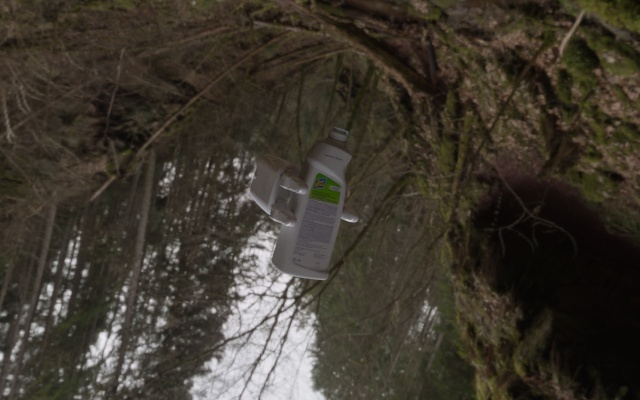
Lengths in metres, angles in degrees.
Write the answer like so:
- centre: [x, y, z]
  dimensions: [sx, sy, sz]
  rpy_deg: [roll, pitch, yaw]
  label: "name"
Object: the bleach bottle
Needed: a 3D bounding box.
- centre: [0.000, 0.003, 0.796]
  dimensions: [0.102, 0.251, 0.068]
  rpy_deg: [13, 10, -31]
  label: "bleach bottle"
